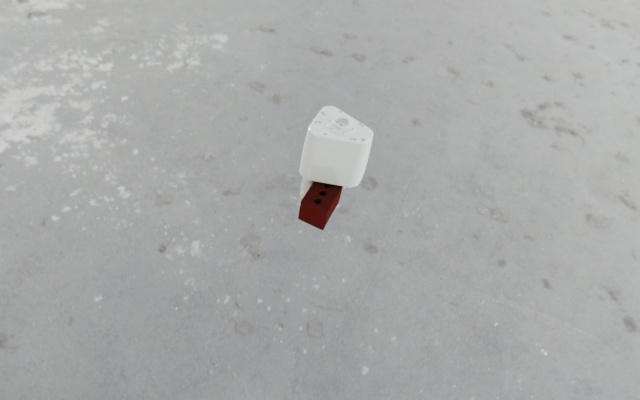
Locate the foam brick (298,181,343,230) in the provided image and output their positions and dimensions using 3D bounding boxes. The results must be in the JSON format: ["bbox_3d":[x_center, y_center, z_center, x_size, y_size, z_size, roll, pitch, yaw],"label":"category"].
[{"bbox_3d":[0.000,0.003,0.866,0.053,0.051,0.078,23,48,9],"label":"foam brick"}]
